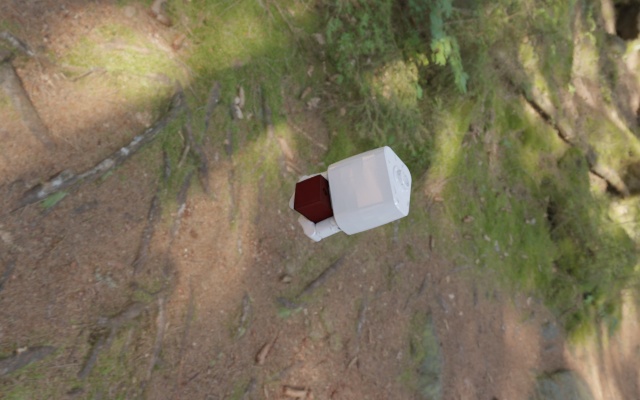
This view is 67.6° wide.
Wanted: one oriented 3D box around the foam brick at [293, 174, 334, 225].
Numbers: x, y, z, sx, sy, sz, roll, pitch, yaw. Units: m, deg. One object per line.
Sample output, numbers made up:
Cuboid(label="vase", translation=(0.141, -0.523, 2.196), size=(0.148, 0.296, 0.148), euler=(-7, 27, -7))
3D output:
Cuboid(label="foam brick", translation=(0.000, 0.003, 0.782), size=(0.051, 0.053, 0.078), euler=(-19, -38, 30))
